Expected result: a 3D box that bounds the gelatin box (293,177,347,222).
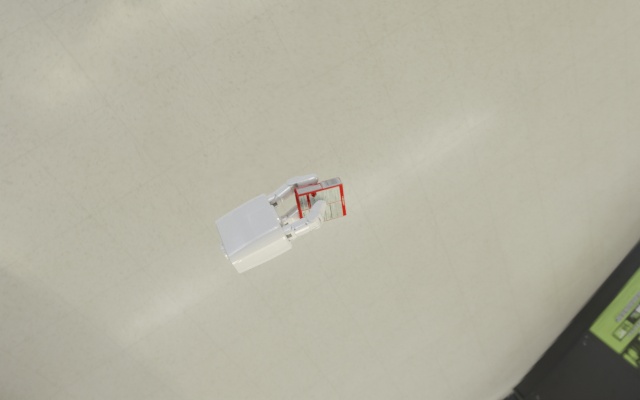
[{"bbox_3d":[0.001,0.003,0.886,0.089,0.073,0.030,-15,35,-7],"label":"gelatin box"}]
